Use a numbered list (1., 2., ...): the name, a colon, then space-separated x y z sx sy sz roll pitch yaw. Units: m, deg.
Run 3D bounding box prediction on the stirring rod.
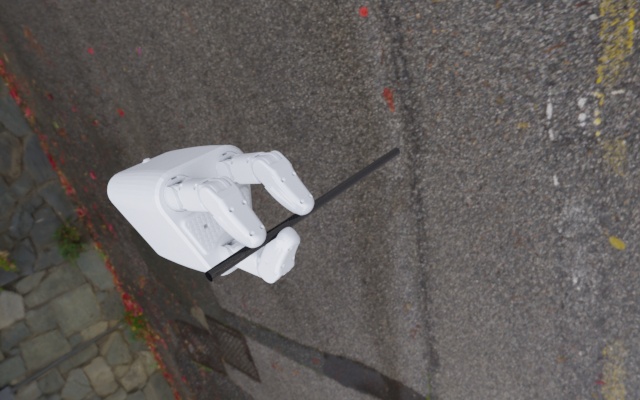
1. stirring rod: 0.000 0.001 0.405 0.011 0.011 0.239 0 25 45
